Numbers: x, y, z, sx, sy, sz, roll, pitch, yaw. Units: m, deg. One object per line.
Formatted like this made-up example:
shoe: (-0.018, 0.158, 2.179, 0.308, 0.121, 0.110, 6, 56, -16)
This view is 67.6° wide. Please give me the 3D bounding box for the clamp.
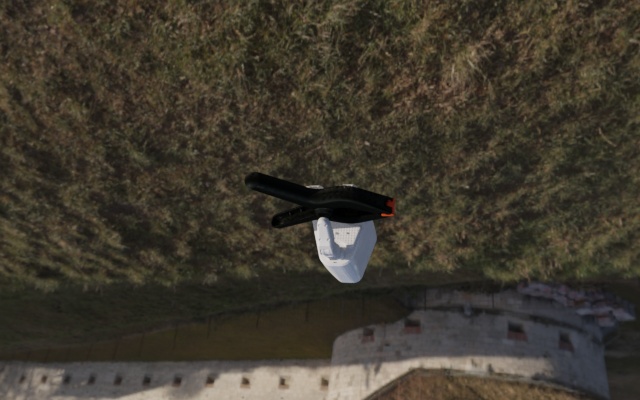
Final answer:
clamp: (0.001, 0.003, 0.693, 0.210, 0.036, 0.165, -1, -24, 16)
